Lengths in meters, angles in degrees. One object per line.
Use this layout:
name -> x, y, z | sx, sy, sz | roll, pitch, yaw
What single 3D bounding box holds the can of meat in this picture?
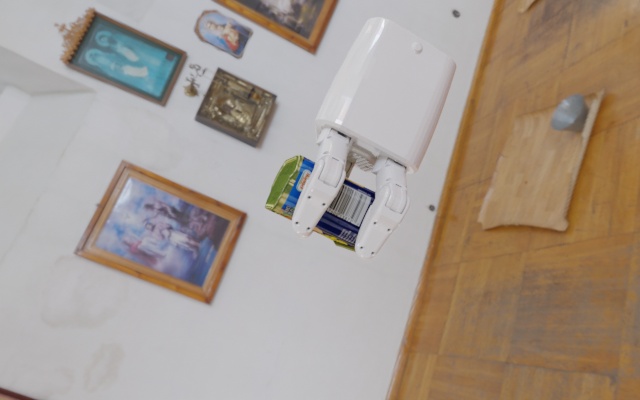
can of meat -> 0.000, 0.001, 0.432 | 0.084, 0.057, 0.102 | 26, -6, -12
